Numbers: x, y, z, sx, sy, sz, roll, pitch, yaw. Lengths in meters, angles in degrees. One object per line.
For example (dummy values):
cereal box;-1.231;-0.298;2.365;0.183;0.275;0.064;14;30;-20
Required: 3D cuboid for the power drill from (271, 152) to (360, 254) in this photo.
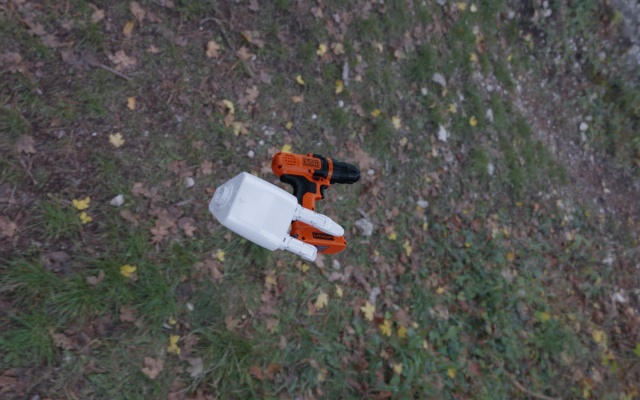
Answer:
power drill;0.000;0.003;0.890;0.184;0.187;0.057;6;-26;-25
